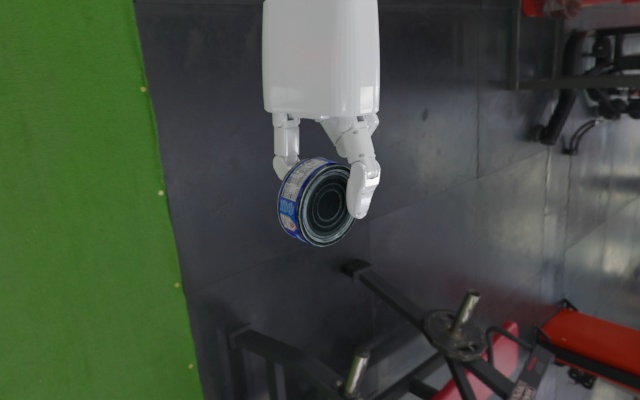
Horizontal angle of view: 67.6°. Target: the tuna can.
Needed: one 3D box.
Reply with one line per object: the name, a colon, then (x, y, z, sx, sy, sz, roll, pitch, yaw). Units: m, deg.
tuna can: (0.000, 0.002, 0.472, 0.086, 0.086, 0.033, 0, 15, -44)
